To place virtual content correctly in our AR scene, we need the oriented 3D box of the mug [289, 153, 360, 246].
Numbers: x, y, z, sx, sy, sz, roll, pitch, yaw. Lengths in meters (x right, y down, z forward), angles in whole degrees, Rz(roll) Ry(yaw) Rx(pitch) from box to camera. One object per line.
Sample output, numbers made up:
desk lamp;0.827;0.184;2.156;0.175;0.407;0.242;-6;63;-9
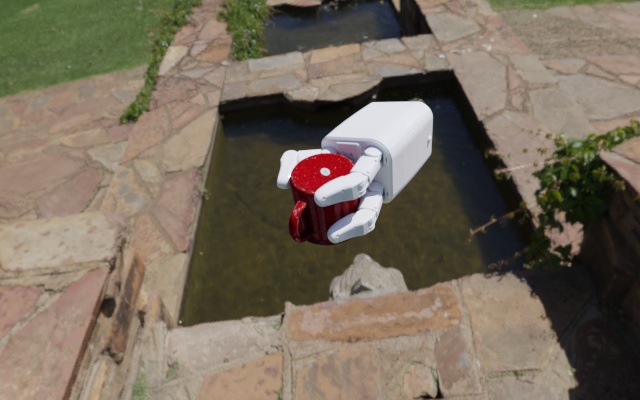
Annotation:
mug;-0.001;0.003;0.587;0.093;0.082;0.117;24;51;32
